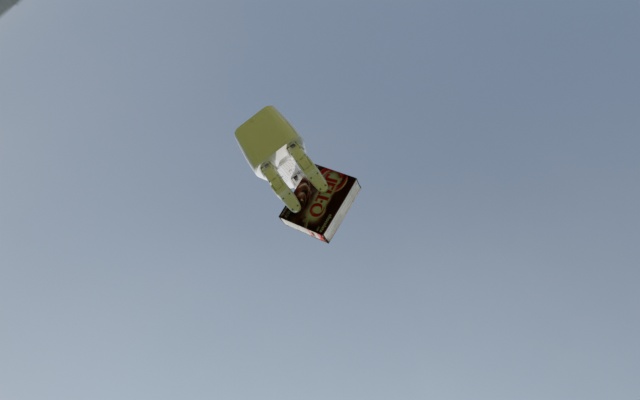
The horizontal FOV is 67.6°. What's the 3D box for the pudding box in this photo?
[{"bbox_3d":[0.000,0.003,0.774,0.090,0.113,0.039,21,-17,31],"label":"pudding box"}]
